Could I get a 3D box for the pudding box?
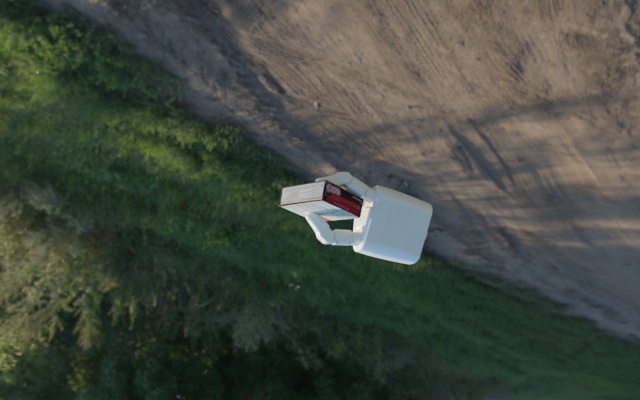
[{"bbox_3d":[0.000,0.003,0.788,0.090,0.039,0.113,26,-24,-38],"label":"pudding box"}]
